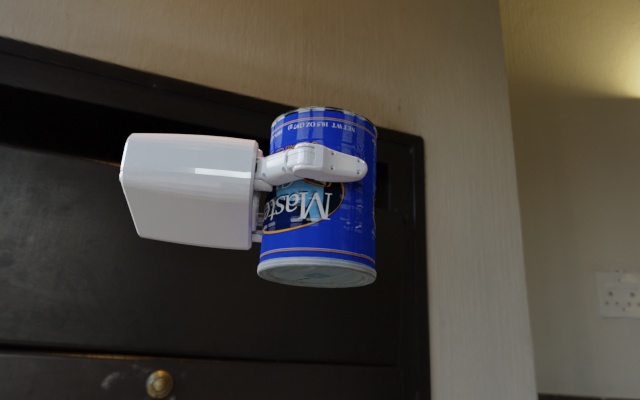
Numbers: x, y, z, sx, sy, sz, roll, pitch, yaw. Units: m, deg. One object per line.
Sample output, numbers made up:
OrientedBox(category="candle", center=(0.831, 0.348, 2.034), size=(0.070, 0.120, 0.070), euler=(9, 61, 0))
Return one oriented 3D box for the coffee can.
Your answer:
OrientedBox(category="coffee can", center=(0.000, 0.002, 0.436), size=(0.103, 0.140, 0.103), euler=(3, -19, 1))
